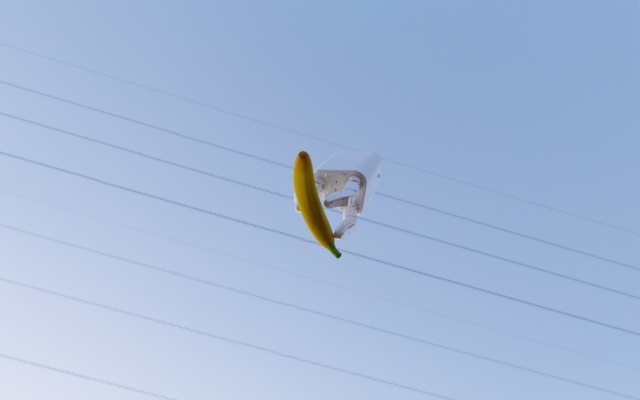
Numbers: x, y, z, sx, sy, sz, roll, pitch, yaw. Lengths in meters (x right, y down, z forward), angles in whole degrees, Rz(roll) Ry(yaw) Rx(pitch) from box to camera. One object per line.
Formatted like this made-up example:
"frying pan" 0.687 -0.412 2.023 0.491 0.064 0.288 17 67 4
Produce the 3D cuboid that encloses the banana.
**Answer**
"banana" -0.011 0.003 0.799 0.037 0.198 0.069 -36 28 -31
